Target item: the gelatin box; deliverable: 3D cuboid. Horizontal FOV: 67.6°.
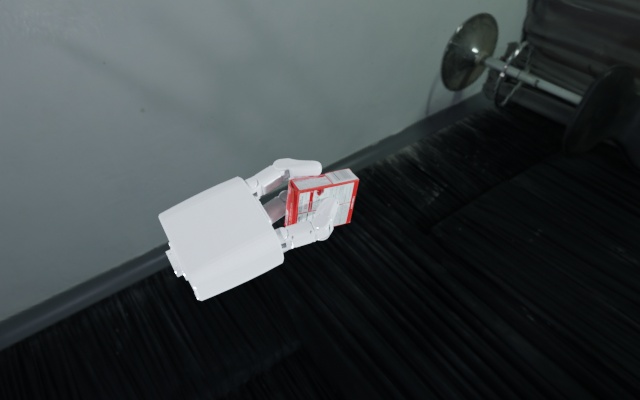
[{"bbox_3d":[0.001,0.002,0.612,0.089,0.073,0.030,-12,42,-25],"label":"gelatin box"}]
